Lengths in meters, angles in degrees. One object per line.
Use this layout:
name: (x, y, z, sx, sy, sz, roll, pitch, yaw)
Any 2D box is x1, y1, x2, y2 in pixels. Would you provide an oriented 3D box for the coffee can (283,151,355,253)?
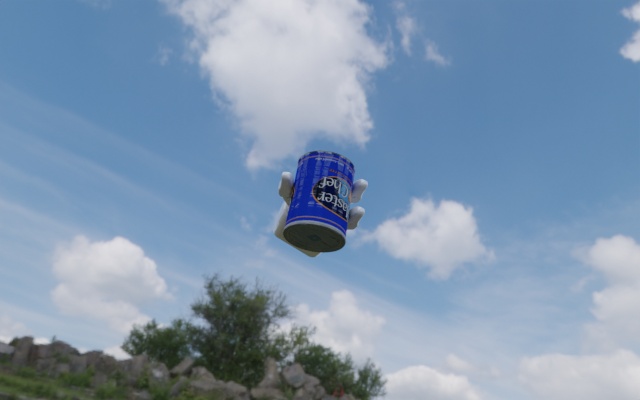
coffee can: (0.000, 0.003, 0.802, 0.103, 0.140, 0.103, 8, -30, 4)
